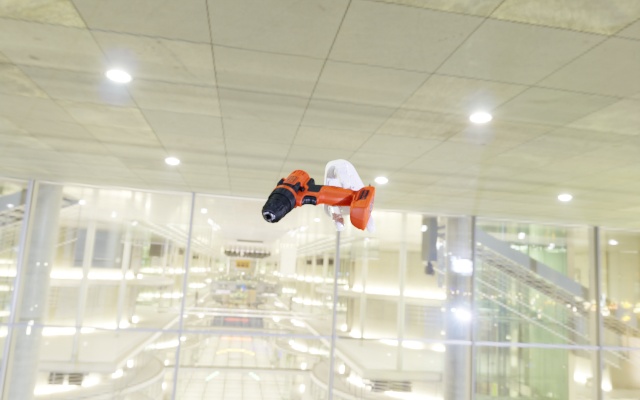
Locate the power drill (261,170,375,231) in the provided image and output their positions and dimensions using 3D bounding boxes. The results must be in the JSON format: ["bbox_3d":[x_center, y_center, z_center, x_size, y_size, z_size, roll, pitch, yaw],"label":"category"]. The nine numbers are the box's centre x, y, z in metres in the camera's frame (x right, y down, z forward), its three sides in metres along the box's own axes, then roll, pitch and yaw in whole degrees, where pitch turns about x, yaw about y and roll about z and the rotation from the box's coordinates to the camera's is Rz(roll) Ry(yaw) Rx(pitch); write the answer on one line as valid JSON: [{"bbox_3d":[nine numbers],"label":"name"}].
[{"bbox_3d":[0.001,0.003,0.889,0.187,0.057,0.184,12,29,12],"label":"power drill"}]
